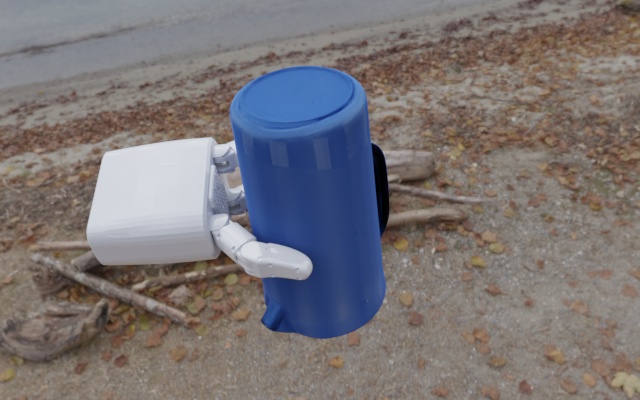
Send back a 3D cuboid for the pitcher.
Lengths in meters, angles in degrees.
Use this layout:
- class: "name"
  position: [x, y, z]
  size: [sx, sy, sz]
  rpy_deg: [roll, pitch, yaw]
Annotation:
- class: "pitcher"
  position: [0.000, 0.002, 0.451]
  size: [0.145, 0.243, 0.149]
  rpy_deg: [-4, 41, 3]
